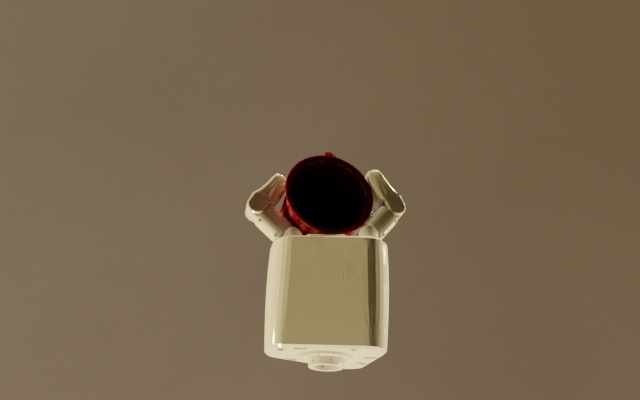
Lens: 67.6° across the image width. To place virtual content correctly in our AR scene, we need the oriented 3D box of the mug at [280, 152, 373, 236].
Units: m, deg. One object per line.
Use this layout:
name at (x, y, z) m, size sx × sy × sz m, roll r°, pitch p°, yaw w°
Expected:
mug at (0.000, 0.001, 0.524) m, size 0.093 × 0.117 × 0.081 m, roll 10°, pitch -32°, yaw -11°
